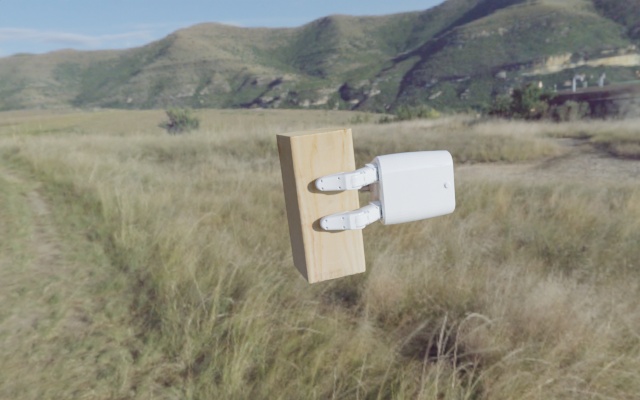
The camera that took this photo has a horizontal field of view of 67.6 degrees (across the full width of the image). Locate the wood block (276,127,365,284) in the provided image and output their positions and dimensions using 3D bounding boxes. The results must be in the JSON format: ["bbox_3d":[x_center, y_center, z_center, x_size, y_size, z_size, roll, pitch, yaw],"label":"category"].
[{"bbox_3d":[0.000,0.002,0.695,0.090,0.206,0.091,-10,13,-15],"label":"wood block"}]
